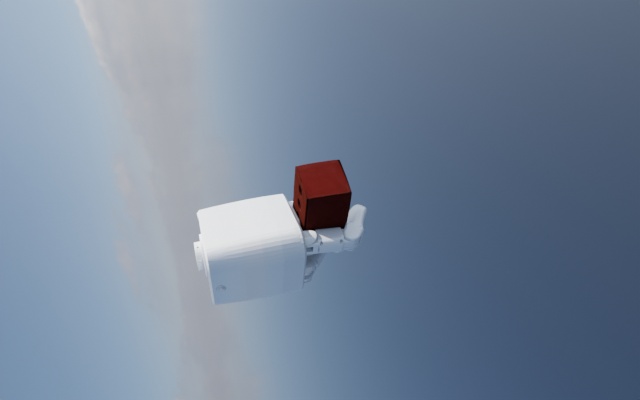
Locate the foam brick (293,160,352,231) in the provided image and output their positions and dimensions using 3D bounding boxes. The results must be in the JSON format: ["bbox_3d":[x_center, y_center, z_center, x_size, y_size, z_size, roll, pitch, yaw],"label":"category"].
[{"bbox_3d":[0.000,0.001,0.537,0.051,0.053,0.078,-7,-42,-13],"label":"foam brick"}]
